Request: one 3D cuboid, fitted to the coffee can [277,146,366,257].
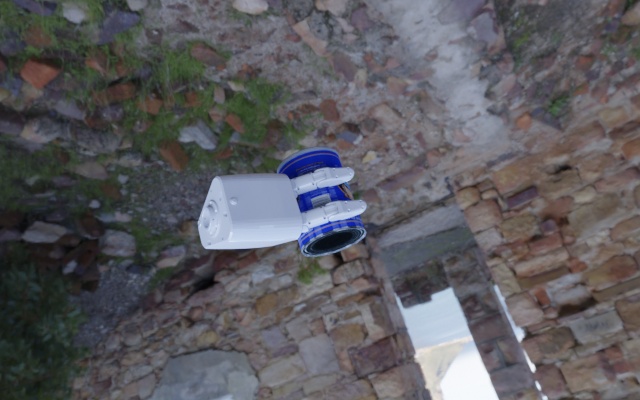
[{"bbox_3d":[0.000,0.002,0.739,0.103,0.140,0.103,-16,-22,-7],"label":"coffee can"}]
